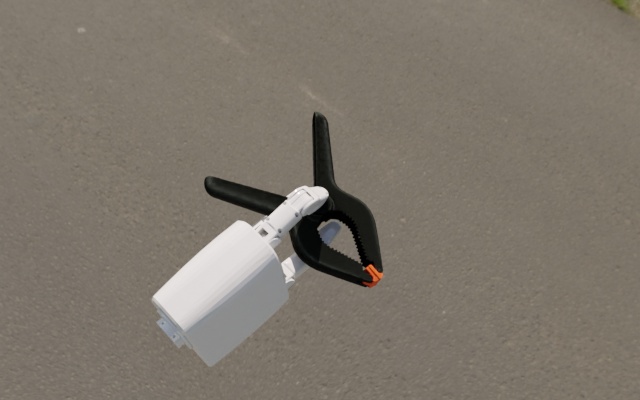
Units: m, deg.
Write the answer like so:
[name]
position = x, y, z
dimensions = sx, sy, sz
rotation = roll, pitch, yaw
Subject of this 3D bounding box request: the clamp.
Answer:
[clamp]
position = 0.000, 0.002, 0.525
dimensions = 0.164, 0.210, 0.036
rotation = -42, -13, -21
